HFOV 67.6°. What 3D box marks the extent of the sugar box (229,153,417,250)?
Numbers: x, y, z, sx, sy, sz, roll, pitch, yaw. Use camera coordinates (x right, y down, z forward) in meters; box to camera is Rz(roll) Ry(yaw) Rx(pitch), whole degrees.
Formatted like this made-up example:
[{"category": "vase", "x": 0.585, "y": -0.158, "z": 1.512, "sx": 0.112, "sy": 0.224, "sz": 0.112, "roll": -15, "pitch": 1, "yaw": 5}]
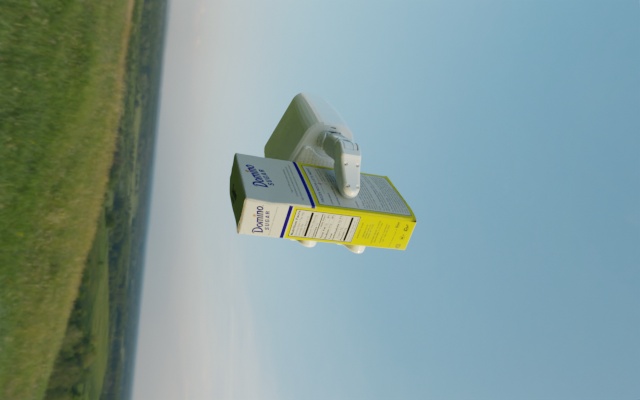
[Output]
[{"category": "sugar box", "x": 0.000, "y": 0.002, "z": 0.484, "sx": 0.176, "sy": 0.048, "sz": 0.093, "roll": 6, "pitch": 30, "yaw": -19}]
